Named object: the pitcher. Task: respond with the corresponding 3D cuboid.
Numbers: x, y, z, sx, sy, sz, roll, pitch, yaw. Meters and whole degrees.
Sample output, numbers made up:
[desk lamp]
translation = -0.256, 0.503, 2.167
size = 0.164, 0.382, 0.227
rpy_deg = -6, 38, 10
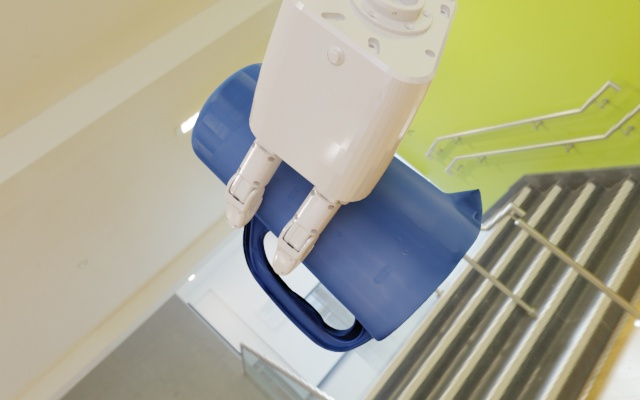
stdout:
[pitcher]
translation = 0.000, 0.001, 0.418
size = 0.149, 0.243, 0.145
rpy_deg = -42, -13, -36
